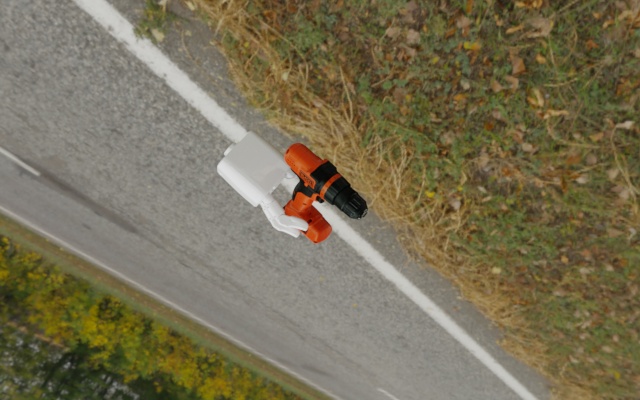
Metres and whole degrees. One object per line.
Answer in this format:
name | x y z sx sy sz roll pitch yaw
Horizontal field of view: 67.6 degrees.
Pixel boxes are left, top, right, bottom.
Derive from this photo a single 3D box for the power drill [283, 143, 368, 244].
power drill | 0.000 0.003 0.893 0.057 0.184 0.188 -35 -21 -30
